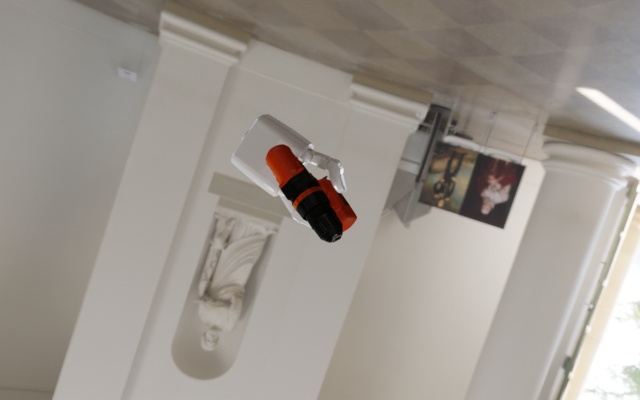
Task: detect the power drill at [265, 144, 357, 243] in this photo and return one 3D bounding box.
[{"bbox_3d":[0.000,0.003,0.791,0.057,0.184,0.188,-37,-23,8],"label":"power drill"}]
